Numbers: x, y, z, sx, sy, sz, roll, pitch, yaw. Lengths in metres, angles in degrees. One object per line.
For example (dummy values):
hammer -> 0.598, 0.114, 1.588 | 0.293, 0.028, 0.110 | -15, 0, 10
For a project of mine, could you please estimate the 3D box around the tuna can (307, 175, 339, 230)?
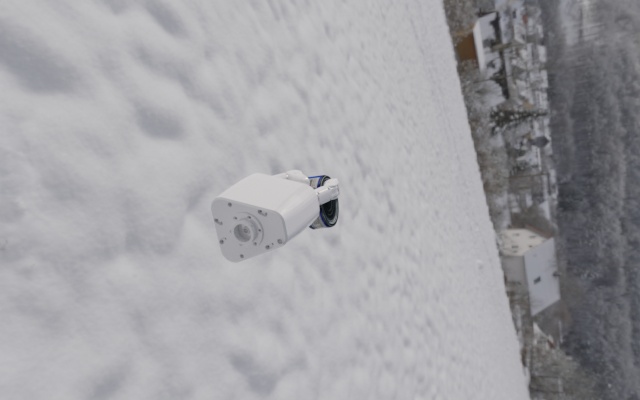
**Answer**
tuna can -> 0.001, 0.002, 0.764 | 0.034, 0.086, 0.086 | -7, -3, 21
